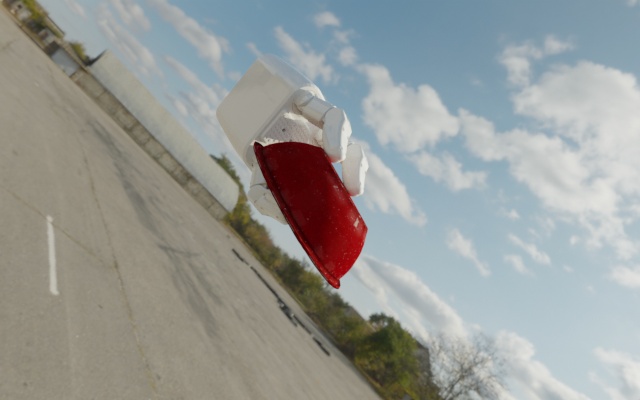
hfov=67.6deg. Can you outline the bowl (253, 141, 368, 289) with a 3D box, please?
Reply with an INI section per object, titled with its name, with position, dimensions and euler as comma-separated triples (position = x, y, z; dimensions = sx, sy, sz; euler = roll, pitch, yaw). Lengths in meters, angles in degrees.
[bowl]
position = 0.001, 0.002, 0.459
dimensions = 0.055, 0.162, 0.162
euler = -29, -2, 4
